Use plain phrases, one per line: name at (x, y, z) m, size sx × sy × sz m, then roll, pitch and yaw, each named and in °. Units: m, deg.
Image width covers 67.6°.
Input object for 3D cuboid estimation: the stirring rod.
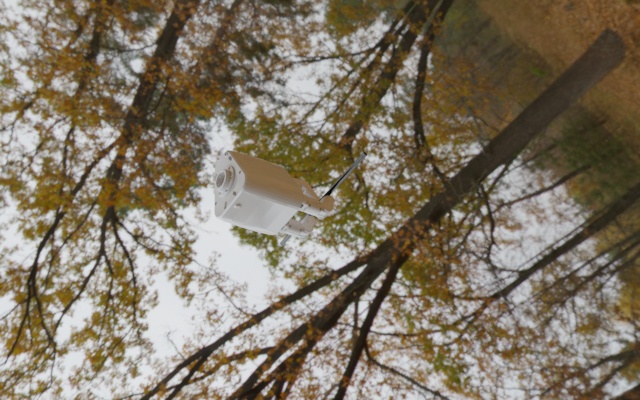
stirring rod at (0.000, 0.003, 0.825) m, size 0.011 × 0.011 × 0.240 m, roll 0°, pitch -40°, yaw -52°
